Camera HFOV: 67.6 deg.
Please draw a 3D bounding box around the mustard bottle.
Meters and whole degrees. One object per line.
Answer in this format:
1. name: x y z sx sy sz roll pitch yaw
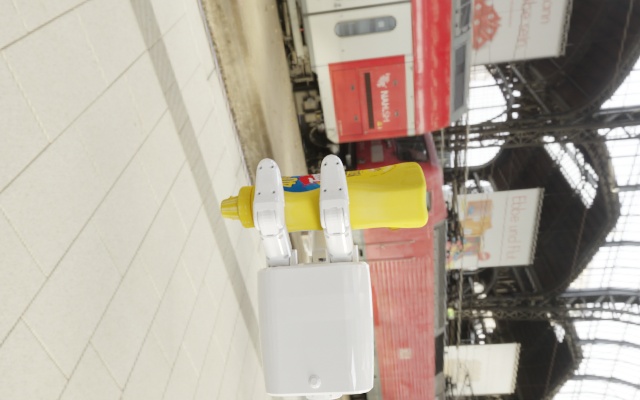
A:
1. mustard bottle: 0.000 0.001 0.452 0.191 0.058 0.096 -5 12 7
